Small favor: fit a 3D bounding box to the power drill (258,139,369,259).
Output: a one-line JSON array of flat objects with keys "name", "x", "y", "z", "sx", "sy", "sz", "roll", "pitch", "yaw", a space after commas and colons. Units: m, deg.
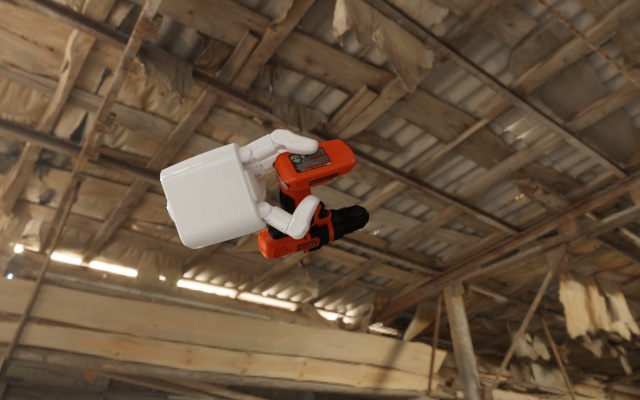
[{"name": "power drill", "x": 0.000, "y": 0.002, "z": 0.692, "sx": 0.184, "sy": 0.057, "sz": 0.188, "roll": -17, "pitch": -38, "yaw": -21}]
